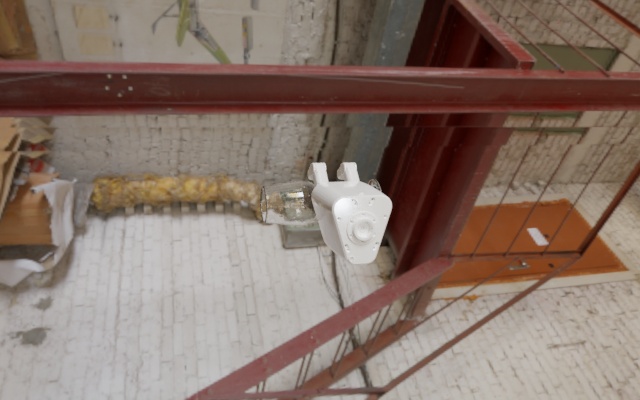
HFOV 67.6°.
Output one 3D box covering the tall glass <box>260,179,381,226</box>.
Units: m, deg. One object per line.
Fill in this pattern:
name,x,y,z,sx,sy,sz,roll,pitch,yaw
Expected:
tall glass,0.001,0.003,0.823,0.201,0.079,0.079,-2,1,-15
